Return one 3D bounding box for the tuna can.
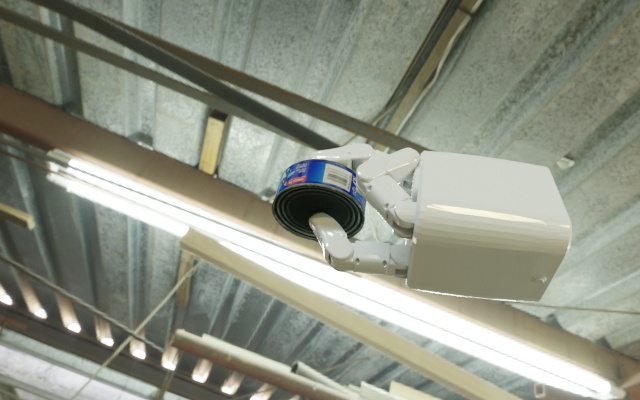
[{"bbox_3d":[0.000,0.001,0.444,0.086,0.033,0.086,7,-38,5],"label":"tuna can"}]
